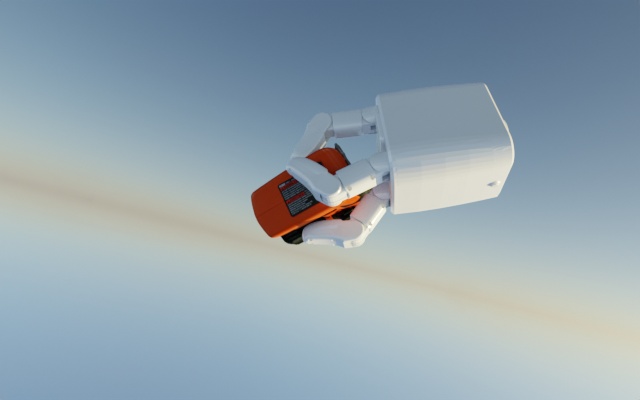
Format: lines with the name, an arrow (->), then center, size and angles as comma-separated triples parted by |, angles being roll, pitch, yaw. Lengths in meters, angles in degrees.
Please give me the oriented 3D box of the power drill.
power drill -> 0.000, 0.002, 0.538 | 0.184, 0.057, 0.187 | -32, -11, 18
